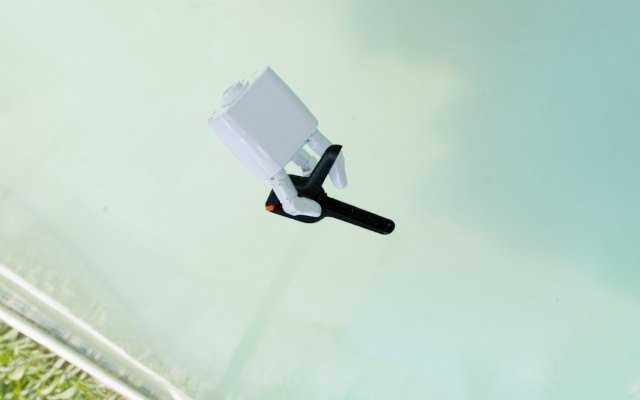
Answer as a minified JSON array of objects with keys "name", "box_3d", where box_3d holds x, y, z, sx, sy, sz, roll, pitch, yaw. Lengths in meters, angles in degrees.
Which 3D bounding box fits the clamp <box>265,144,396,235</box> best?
[{"name":"clamp","box_3d":[-0.001,0.003,0.710,0.210,0.036,0.165,-14,-54,46]}]
